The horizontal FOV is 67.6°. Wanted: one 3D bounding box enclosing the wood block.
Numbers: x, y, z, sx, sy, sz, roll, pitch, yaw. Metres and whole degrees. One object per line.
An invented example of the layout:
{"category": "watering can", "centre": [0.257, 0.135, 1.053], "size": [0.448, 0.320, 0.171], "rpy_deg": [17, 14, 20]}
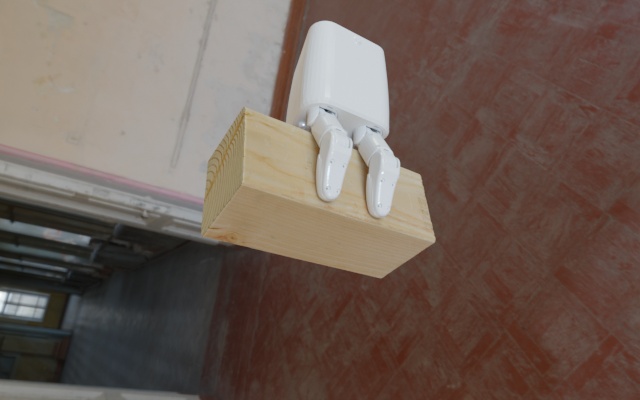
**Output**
{"category": "wood block", "centre": [0.000, 0.001, 0.470], "size": [0.206, 0.090, 0.091], "rpy_deg": [17, -40, -28]}
